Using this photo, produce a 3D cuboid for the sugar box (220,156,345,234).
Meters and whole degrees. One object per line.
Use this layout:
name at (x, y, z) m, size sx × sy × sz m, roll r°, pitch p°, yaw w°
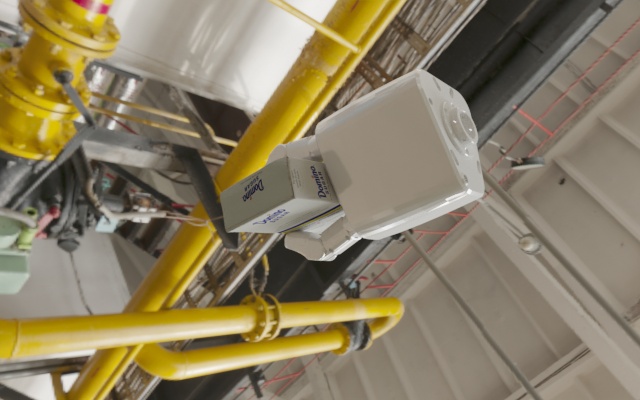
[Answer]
sugar box at (0.000, 0.001, 0.473) m, size 0.093 × 0.048 × 0.176 m, roll -25°, pitch -23°, yaw 36°
